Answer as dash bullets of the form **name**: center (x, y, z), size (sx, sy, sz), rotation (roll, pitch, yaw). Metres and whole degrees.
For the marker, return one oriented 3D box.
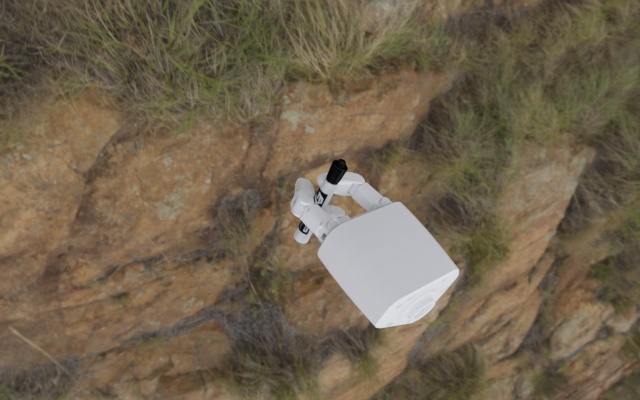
- **marker**: center (0.000, 0.002, 0.550), size (0.020, 0.121, 0.020), rotation (19, 34, -14)
